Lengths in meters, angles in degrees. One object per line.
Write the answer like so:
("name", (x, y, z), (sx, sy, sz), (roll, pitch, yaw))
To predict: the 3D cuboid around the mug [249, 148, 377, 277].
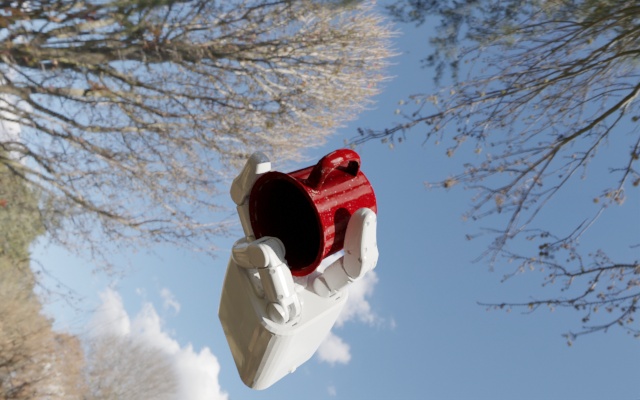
("mug", (0.001, 0.000, 0.421), (0.081, 0.117, 0.093), (-22, 56, -43))
